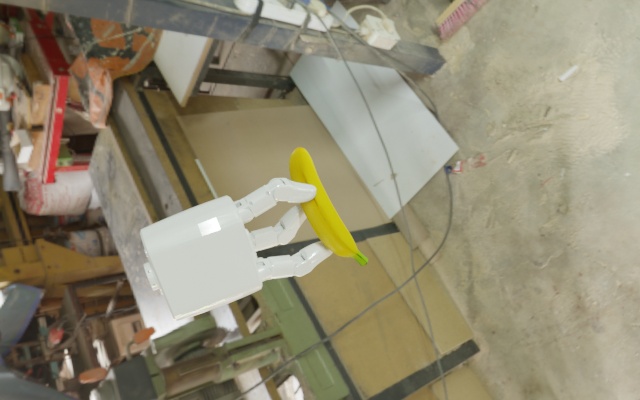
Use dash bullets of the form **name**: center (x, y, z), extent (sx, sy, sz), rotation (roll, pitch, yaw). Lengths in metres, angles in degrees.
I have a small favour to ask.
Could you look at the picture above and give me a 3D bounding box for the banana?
- **banana**: center (-0.005, -0.001, 0.617), extent (0.037, 0.197, 0.070), rotation (-31, -27, 9)
